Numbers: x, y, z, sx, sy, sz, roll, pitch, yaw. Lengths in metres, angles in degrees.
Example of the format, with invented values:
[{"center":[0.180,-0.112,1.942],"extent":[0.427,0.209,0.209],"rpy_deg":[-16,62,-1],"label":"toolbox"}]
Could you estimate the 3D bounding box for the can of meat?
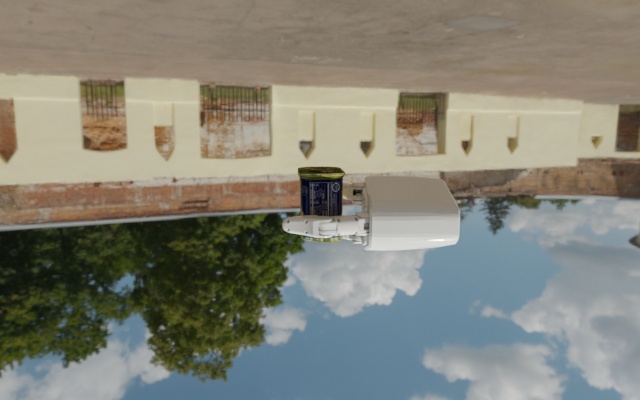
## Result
[{"center":[0.000,0.002,0.611],"extent":[0.057,0.084,0.102],"rpy_deg":[-1,9,-3],"label":"can of meat"}]
